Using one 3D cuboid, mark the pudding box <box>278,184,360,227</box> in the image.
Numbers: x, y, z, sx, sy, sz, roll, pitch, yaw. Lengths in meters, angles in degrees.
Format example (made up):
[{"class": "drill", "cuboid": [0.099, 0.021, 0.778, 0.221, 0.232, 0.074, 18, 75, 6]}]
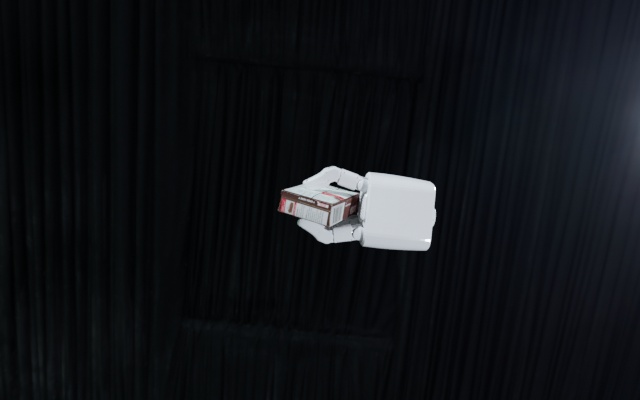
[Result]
[{"class": "pudding box", "cuboid": [0.000, 0.002, 0.755, 0.090, 0.039, 0.113, 15, 14, 23]}]
